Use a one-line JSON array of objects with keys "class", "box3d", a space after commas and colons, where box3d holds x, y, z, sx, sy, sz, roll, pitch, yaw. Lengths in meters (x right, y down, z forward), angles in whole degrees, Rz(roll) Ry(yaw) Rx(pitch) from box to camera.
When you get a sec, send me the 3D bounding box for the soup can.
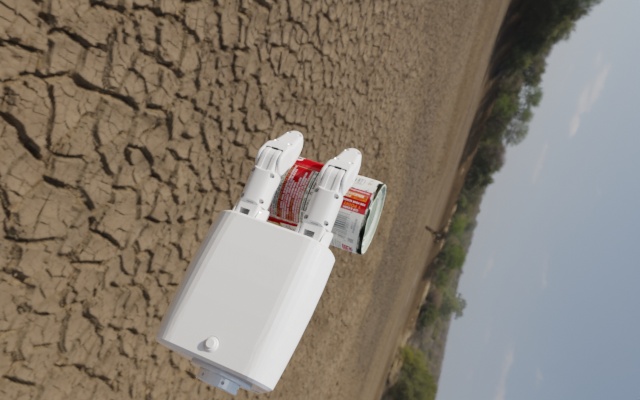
[{"class": "soup can", "box3d": [0.001, 0.001, 0.428, 0.102, 0.068, 0.068, 18, 5, 14]}]
